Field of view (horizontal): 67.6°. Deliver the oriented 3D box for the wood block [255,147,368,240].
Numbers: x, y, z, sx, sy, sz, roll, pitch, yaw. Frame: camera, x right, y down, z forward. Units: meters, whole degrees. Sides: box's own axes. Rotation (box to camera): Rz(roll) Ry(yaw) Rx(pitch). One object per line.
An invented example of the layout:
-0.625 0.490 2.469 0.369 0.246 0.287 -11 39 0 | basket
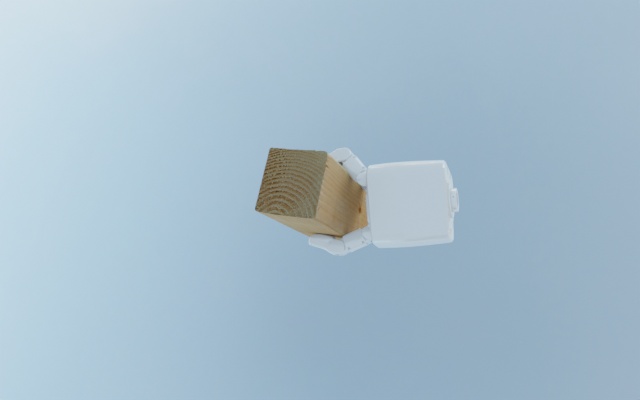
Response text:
0.000 0.003 0.701 0.090 0.091 0.206 7 -13 24 | wood block
